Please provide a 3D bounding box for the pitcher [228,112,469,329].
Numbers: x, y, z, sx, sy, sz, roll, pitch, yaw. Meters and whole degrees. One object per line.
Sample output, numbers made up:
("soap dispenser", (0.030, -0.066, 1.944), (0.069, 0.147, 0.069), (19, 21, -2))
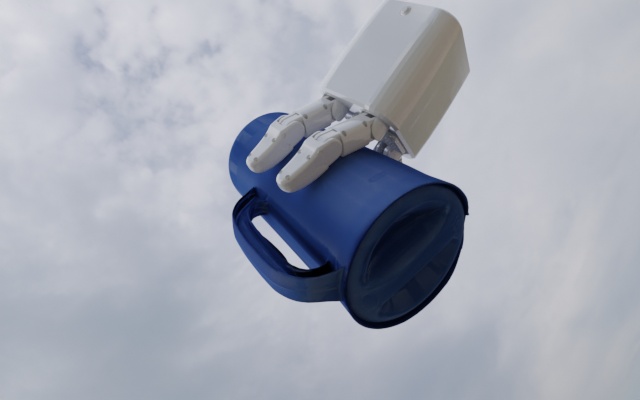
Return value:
("pitcher", (0.000, 0.001, 0.451), (0.149, 0.145, 0.242), (35, 1, -44))
